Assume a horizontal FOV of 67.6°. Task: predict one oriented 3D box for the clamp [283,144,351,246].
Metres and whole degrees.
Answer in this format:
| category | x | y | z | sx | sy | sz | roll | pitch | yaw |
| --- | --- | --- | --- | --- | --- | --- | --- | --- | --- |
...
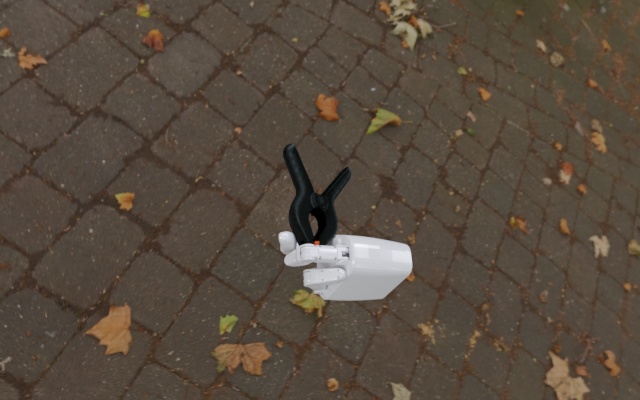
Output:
| category | x | y | z | sx | sy | sz | roll | pitch | yaw |
| --- | --- | --- | --- | --- | --- | --- | --- | --- | --- |
| clamp | 0.000 | 0.002 | 0.716 | 0.120 | 0.171 | 0.039 | 8 | -23 | -26 |
